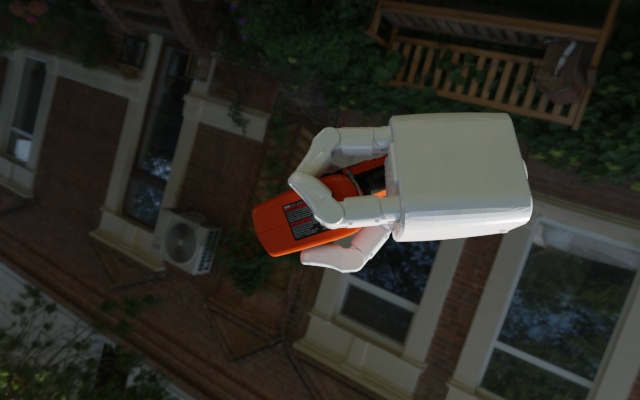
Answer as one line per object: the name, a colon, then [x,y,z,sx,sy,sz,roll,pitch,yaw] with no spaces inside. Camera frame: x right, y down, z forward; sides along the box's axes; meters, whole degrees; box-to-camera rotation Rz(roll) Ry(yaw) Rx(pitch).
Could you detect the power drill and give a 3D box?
power drill: [0.000,0.002,0.520,0.184,0.057,0.187,-21,5,21]
